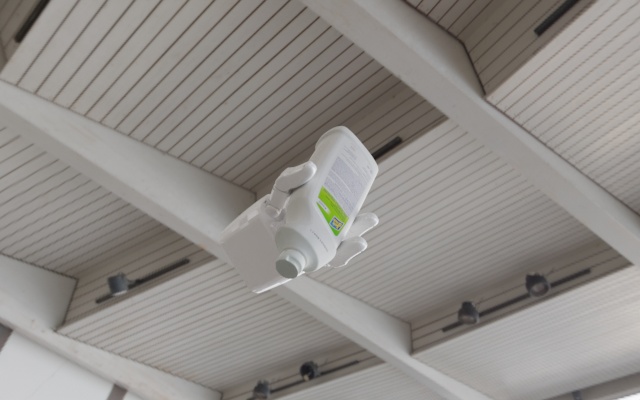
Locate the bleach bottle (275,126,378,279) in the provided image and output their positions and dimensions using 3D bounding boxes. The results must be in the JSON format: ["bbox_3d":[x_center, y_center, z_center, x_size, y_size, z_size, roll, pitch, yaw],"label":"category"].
[{"bbox_3d":[0.000,0.002,0.626,0.068,0.102,0.250,-32,16,38],"label":"bleach bottle"}]
